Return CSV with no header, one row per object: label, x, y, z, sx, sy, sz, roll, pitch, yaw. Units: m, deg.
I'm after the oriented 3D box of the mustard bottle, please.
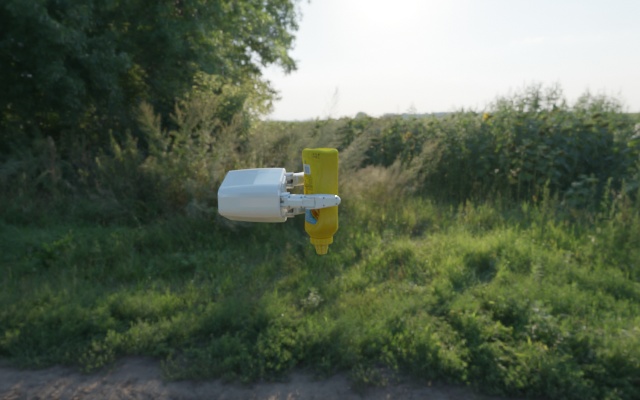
mustard bottle,0.000,0.003,0.861,0.058,0.191,0.096,-4,9,-21
